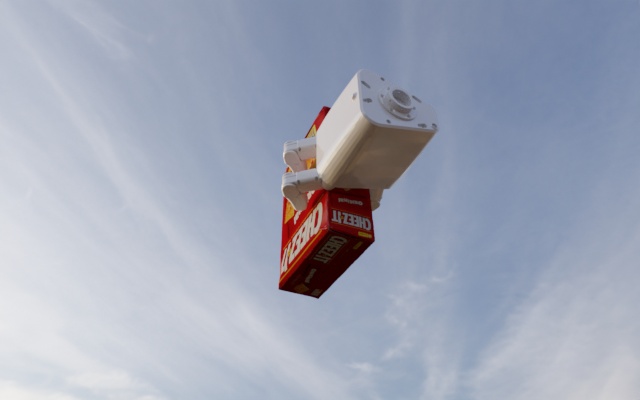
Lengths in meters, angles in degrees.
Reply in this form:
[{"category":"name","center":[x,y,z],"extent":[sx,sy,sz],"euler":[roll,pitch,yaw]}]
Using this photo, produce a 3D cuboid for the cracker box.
[{"category":"cracker box","center":[0.000,0.002,0.667],"extent":[0.072,0.213,0.164],"euler":[15,-41,-19]}]
